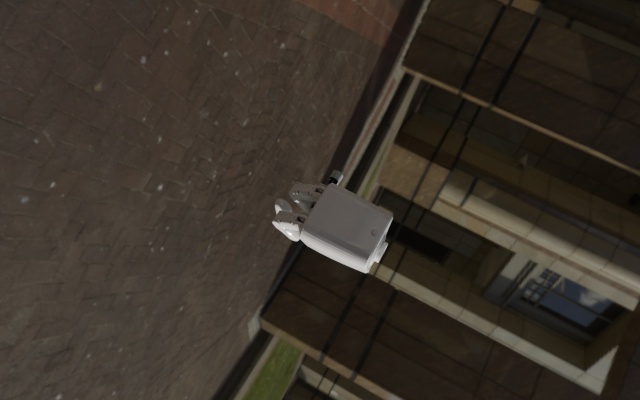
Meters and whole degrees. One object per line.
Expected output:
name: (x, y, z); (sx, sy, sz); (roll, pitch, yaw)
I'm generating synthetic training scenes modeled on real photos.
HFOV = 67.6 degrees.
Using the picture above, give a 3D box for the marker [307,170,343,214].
marker: (0.000, 0.002, 0.759); (0.020, 0.121, 0.020); (26, -25, 13)
